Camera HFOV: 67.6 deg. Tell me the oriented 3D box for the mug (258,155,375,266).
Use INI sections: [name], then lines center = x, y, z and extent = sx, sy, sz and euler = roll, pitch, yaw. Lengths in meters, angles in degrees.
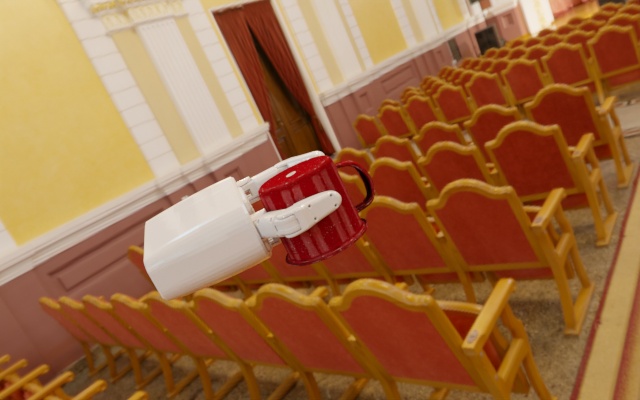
[mug]
center = 0.001, 0.001, 0.482
extent = 0.117, 0.081, 0.093
euler = -28, 14, -8
